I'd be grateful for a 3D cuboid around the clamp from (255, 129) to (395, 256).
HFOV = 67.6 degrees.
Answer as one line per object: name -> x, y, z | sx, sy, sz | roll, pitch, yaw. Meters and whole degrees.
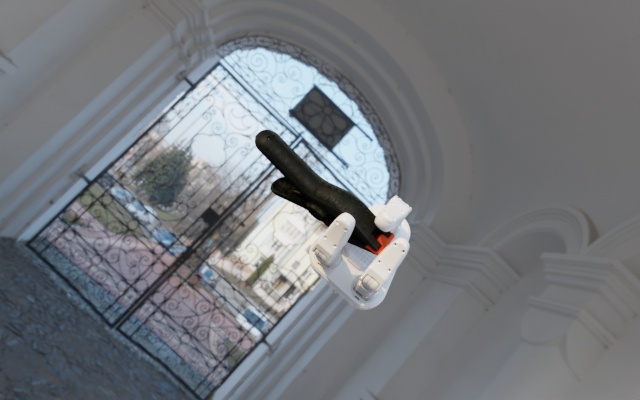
clamp -> 0.001, 0.001, 0.515 | 0.171, 0.039, 0.120 | 41, -11, 10
